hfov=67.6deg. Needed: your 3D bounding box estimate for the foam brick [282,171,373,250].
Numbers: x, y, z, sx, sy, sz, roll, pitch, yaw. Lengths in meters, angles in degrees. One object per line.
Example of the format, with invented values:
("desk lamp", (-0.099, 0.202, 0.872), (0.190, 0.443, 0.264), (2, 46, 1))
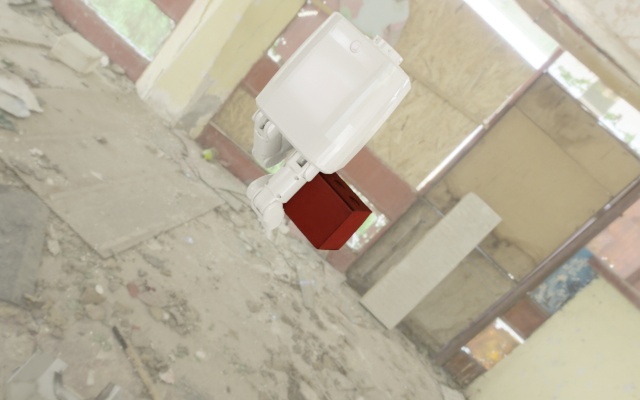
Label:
("foam brick", (0.000, 0.002, 0.446), (0.051, 0.078, 0.053), (-46, -19, 14))
